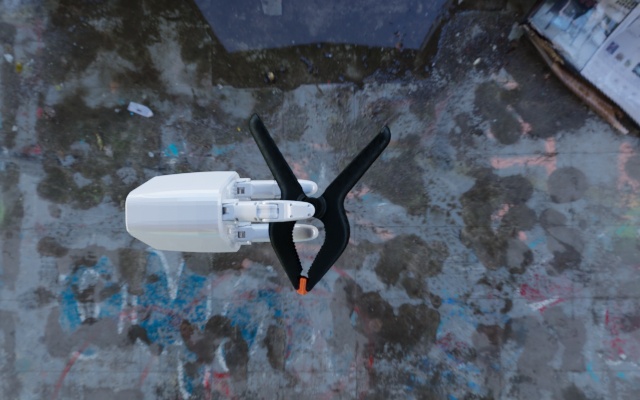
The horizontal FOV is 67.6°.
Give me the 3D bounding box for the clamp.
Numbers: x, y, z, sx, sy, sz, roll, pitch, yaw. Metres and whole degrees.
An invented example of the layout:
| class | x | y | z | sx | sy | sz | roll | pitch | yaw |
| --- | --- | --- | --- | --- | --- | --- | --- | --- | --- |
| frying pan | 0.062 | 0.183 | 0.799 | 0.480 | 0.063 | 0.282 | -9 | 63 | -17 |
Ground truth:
| class | x | y | z | sx | sy | sz | roll | pitch | yaw |
| --- | --- | --- | --- | --- | --- | --- | --- | --- | --- |
| clamp | 0.000 | 0.002 | 0.551 | 0.164 | 0.210 | 0.036 | -1 | 0 | 4 |
